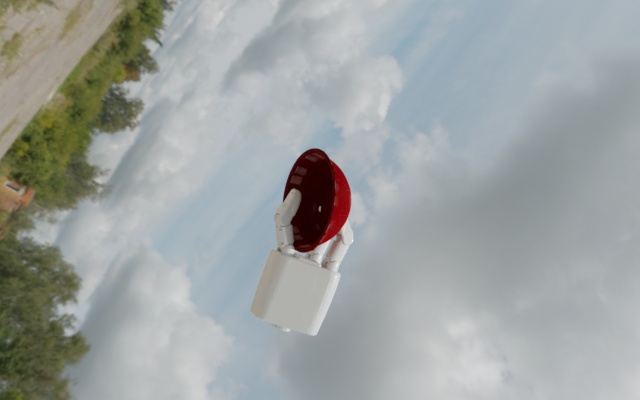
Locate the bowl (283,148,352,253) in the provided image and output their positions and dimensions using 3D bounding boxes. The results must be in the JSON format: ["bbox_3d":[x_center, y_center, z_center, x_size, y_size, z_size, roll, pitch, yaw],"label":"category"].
[{"bbox_3d":[0.001,0.001,0.742,0.055,0.162,0.162,8,-4,-30],"label":"bowl"}]
